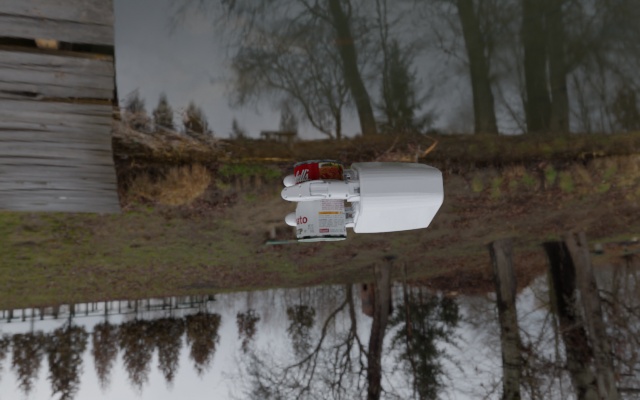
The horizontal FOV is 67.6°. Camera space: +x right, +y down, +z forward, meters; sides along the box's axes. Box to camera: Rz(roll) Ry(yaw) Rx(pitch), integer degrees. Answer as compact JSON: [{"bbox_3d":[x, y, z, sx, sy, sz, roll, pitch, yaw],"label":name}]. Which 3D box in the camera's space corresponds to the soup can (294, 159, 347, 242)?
[{"bbox_3d":[0.000,0.002,0.641,0.068,0.102,0.068,-2,-8,0],"label":"soup can"}]
